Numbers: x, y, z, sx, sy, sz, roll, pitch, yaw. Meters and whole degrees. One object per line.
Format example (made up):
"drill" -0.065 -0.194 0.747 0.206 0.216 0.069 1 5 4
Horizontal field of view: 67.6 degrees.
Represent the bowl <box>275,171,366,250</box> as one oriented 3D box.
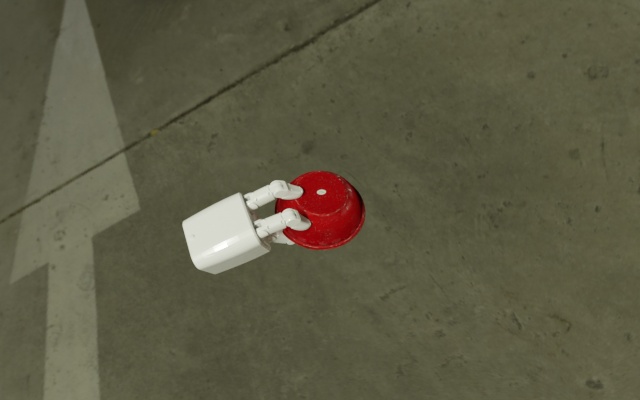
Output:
"bowl" 0.001 0.002 0.826 0.162 0.162 0.055 0 -35 -2
